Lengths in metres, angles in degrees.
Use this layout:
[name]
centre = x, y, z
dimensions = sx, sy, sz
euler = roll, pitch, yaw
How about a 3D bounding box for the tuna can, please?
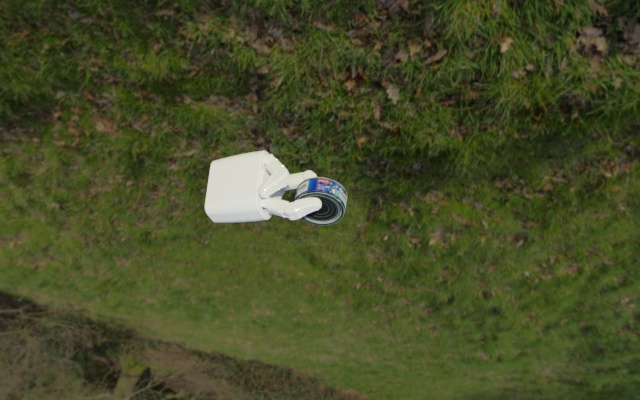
[tuna can]
centre = 0.000, 0.003, 0.781
dimensions = 0.086, 0.033, 0.086
euler = 5, -41, 5
